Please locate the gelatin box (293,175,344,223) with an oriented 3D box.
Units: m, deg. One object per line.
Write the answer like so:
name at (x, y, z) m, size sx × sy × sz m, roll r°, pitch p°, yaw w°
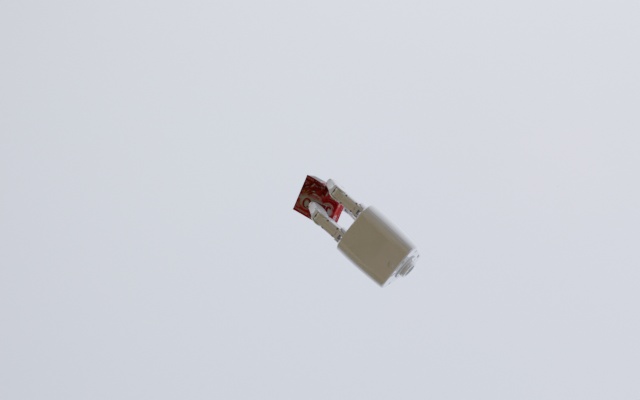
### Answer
gelatin box at (0.000, 0.003, 0.884) m, size 0.089 × 0.073 × 0.030 m, roll 29°, pitch 13°, yaw 30°
